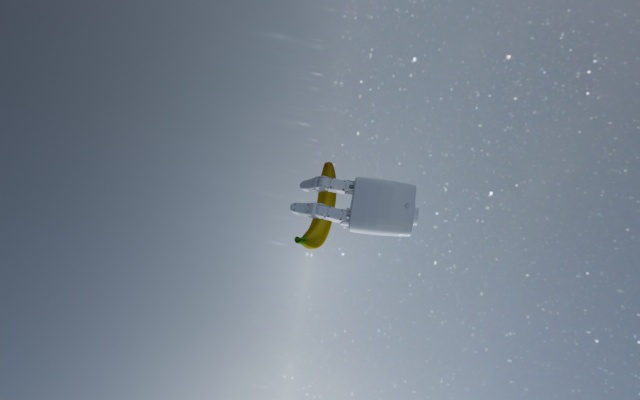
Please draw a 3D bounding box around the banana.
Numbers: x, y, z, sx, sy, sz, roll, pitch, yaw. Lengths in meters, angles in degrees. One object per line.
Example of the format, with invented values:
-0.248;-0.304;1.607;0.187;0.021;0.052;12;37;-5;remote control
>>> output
0.002;0.018;0.862;0.037;0.197;0.070;4;-42;17;banana
